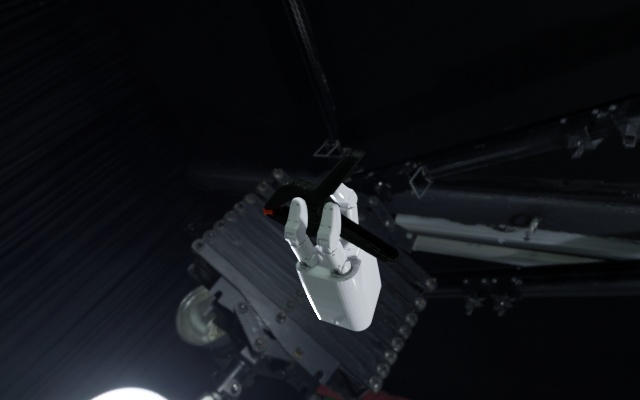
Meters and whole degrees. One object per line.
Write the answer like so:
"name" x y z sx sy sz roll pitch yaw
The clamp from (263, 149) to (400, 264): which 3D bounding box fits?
"clamp" 0.000 0.002 0.648 0.210 0.165 0.036 8 37 36
